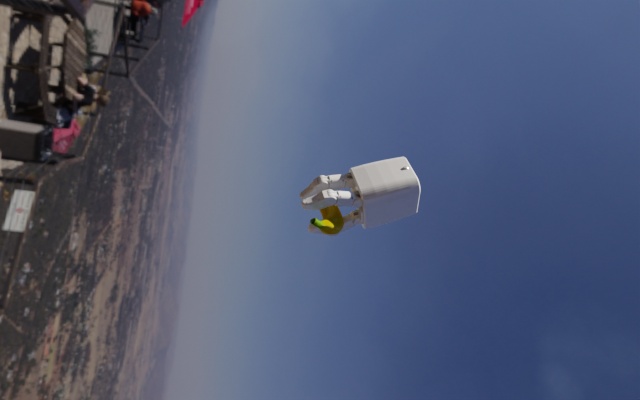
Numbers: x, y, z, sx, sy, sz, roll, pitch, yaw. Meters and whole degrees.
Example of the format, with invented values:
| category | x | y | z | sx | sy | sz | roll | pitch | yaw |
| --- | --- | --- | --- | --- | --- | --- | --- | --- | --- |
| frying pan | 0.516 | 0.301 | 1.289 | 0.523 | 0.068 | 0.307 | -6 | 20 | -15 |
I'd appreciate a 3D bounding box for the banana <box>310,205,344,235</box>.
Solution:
| category | x | y | z | sx | sy | sz | roll | pitch | yaw |
| --- | --- | --- | --- | --- | --- | --- | --- | --- | --- |
| banana | 0.012 | 0.018 | 0.882 | 0.037 | 0.070 | 0.197 | -37 | 17 | 10 |
